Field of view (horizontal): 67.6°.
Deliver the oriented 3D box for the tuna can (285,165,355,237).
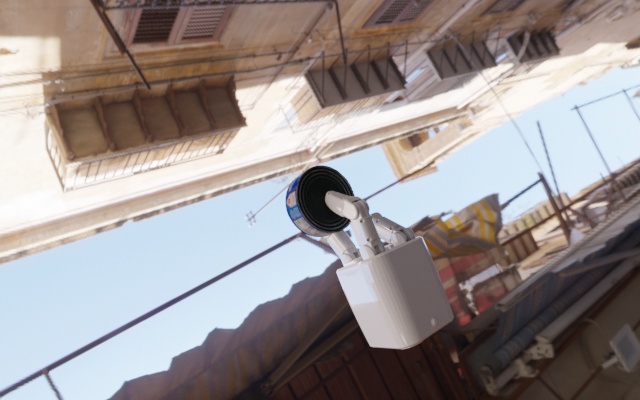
[{"bbox_3d":[0.000,0.002,0.594,0.086,0.086,0.034,0,-16,-33],"label":"tuna can"}]
